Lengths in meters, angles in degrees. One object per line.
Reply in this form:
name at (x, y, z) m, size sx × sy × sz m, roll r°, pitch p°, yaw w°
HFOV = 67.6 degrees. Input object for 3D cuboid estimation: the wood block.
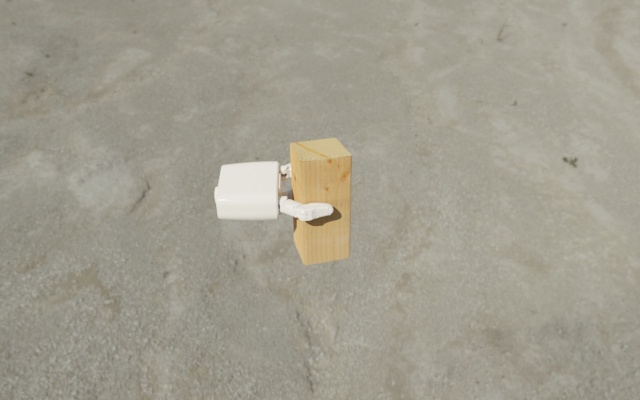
wood block at (0.000, 0.003, 0.867) m, size 0.090 × 0.206 × 0.090 m, roll -8°, pitch 29°, yaw -13°
